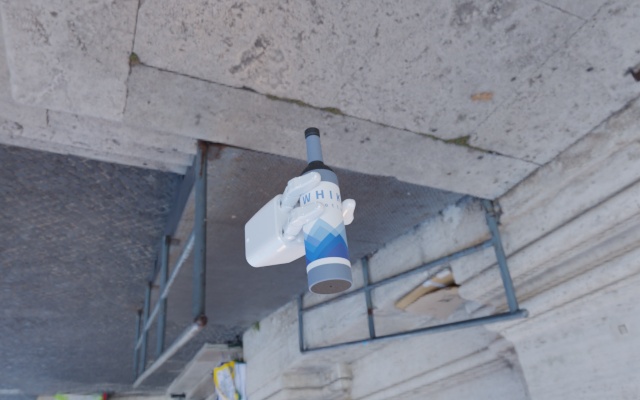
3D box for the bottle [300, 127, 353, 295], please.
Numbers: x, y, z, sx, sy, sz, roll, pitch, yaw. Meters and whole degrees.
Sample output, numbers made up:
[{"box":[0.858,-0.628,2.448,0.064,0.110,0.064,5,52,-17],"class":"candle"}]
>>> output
[{"box":[0.000,0.003,0.783,0.069,0.295,0.069,-5,-30,-3],"class":"bottle"}]
